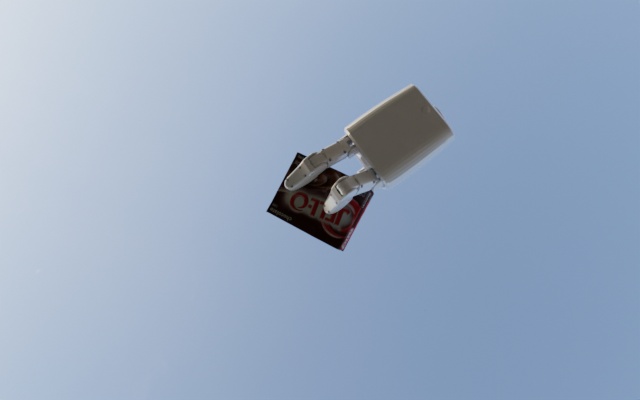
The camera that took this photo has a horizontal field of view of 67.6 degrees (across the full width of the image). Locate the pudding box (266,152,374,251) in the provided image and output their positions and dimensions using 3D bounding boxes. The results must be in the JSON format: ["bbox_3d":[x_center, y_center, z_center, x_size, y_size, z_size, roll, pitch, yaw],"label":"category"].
[{"bbox_3d":[0.000,0.002,0.623,0.113,0.090,0.039,26,-5,17],"label":"pudding box"}]
